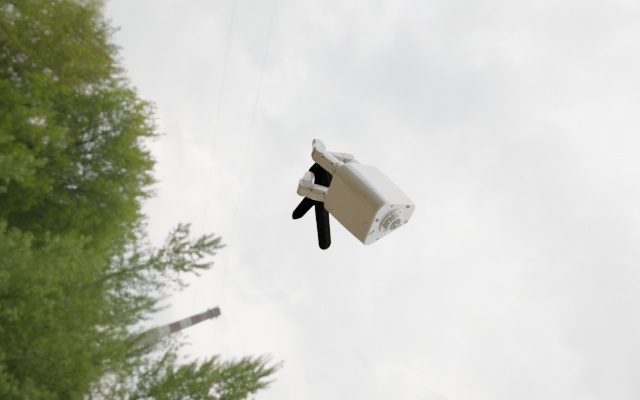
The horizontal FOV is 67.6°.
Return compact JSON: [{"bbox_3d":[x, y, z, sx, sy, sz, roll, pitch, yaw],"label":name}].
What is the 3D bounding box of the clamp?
[{"bbox_3d":[0.001,0.003,0.871,0.039,0.172,0.120,-14,47,-37],"label":"clamp"}]
